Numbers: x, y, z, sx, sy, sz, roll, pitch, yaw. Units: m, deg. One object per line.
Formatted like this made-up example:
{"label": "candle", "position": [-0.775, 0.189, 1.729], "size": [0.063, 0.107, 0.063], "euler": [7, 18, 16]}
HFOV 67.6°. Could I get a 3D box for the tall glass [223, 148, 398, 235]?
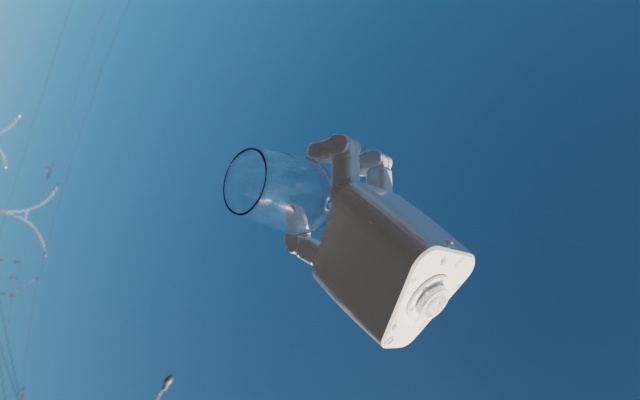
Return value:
{"label": "tall glass", "position": [0.000, 0.002, 0.493], "size": [0.079, 0.079, 0.201], "euler": [0, -11, 44]}
